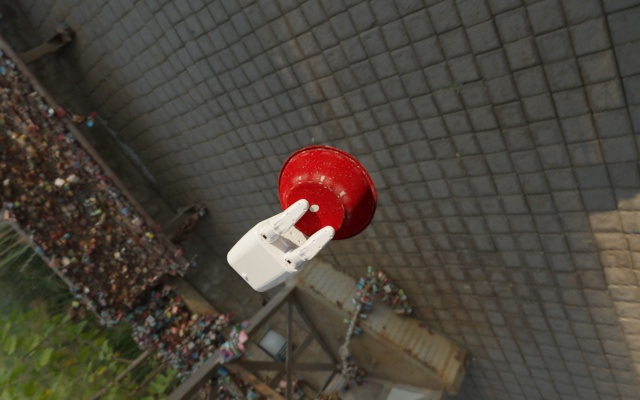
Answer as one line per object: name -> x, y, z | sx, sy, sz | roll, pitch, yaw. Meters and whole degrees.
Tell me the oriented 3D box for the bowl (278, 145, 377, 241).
bowl -> 0.001, 0.002, 0.714 | 0.162, 0.162, 0.055 | 0, 26, 22
